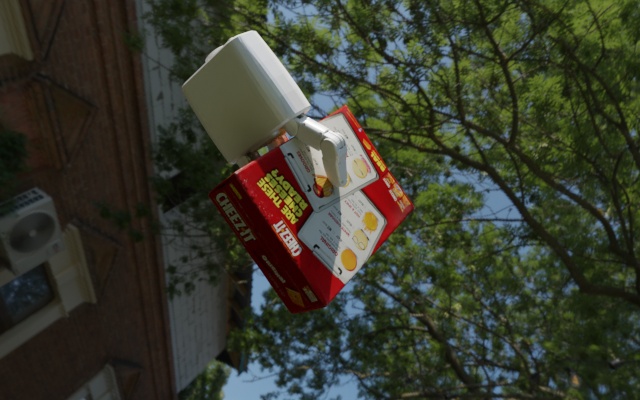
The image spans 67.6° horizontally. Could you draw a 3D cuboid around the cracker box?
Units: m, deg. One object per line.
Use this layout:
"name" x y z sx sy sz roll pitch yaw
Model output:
"cracker box" 0.000 0.002 0.563 0.072 0.164 0.213 -28 8 46
